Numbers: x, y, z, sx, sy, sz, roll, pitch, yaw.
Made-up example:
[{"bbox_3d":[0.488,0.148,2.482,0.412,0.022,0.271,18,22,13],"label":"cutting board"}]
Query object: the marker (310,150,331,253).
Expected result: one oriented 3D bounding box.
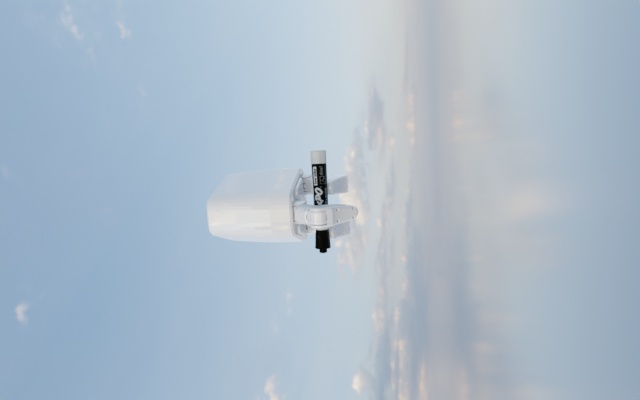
[{"bbox_3d":[0.000,0.002,0.561,0.020,0.121,0.020,-3,6,0],"label":"marker"}]
